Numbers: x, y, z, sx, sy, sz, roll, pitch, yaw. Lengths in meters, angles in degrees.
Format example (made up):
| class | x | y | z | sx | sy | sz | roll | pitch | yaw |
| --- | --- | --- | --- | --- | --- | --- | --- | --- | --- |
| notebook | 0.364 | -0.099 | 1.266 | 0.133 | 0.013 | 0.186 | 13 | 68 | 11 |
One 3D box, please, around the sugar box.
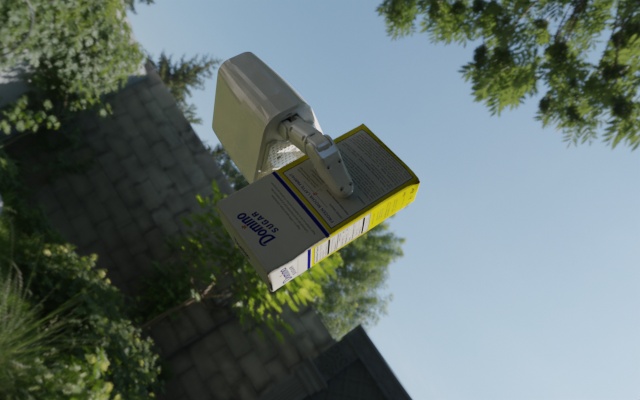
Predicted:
| class | x | y | z | sx | sy | sz | roll | pitch | yaw |
| --- | --- | --- | --- | --- | --- | --- | --- | --- | --- |
| sugar box | 0.000 | 0.002 | 0.463 | 0.176 | 0.093 | 0.048 | -31 | -29 | -18 |
